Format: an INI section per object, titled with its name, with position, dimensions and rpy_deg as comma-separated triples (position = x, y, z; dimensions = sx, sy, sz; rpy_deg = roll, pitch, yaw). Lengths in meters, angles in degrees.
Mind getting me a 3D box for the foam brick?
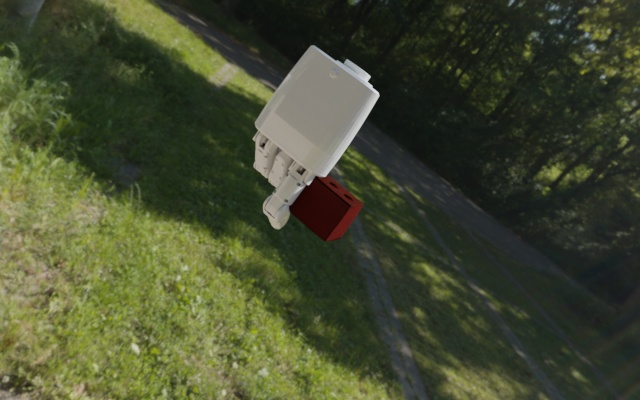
[foam brick]
position = 0.000, 0.002, 0.540
dimensions = 0.078, 0.051, 0.053
rpy_deg = 40, 13, 15
